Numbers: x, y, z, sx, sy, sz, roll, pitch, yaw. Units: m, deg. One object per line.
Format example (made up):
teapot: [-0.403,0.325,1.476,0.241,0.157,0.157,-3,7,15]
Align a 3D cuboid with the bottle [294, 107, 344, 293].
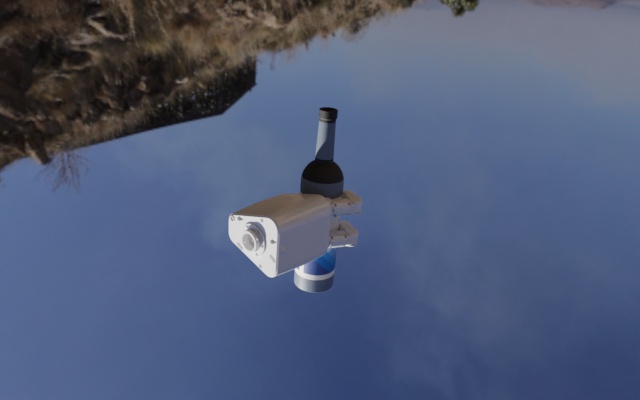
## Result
bottle: [0.000,0.003,0.750,0.069,0.296,0.069,4,23,-2]
